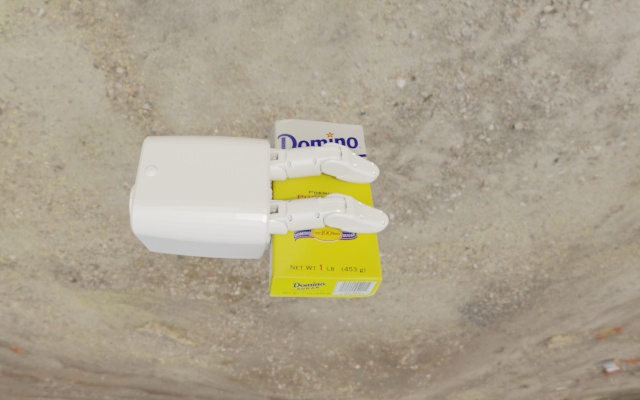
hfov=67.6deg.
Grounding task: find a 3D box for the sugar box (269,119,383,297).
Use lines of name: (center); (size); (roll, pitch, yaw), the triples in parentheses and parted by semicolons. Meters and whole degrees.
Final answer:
sugar box: (0.000, 0.001, 0.445); (0.093, 0.176, 0.048); (3, -33, -10)
